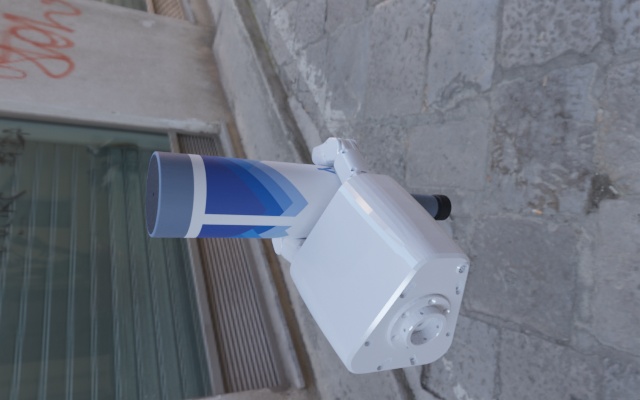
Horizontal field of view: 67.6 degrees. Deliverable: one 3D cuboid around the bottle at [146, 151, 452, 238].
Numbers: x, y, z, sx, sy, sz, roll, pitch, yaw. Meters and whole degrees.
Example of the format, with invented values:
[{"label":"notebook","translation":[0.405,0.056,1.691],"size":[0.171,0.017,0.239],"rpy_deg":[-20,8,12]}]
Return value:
[{"label":"bottle","translation":[0.000,0.001,0.437],"size":[0.296,0.069,0.069],"rpy_deg":[3,-1,-28]}]
